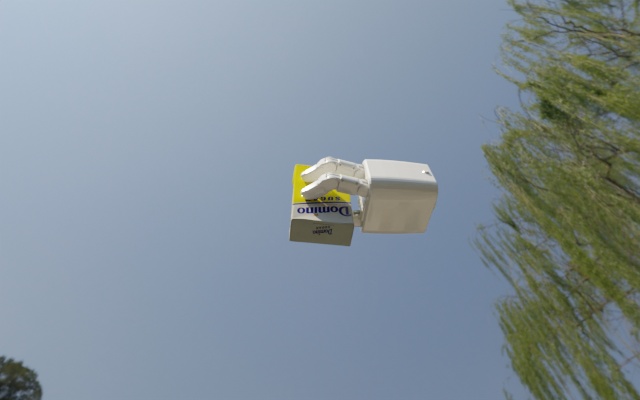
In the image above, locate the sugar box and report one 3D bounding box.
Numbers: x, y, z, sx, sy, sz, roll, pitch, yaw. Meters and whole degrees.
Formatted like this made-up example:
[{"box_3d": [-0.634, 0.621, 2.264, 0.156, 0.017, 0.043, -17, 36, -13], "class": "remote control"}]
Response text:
[{"box_3d": [0.000, 0.002, 0.758, 0.093, 0.048, 0.176, 5, 28, -5], "class": "sugar box"}]
